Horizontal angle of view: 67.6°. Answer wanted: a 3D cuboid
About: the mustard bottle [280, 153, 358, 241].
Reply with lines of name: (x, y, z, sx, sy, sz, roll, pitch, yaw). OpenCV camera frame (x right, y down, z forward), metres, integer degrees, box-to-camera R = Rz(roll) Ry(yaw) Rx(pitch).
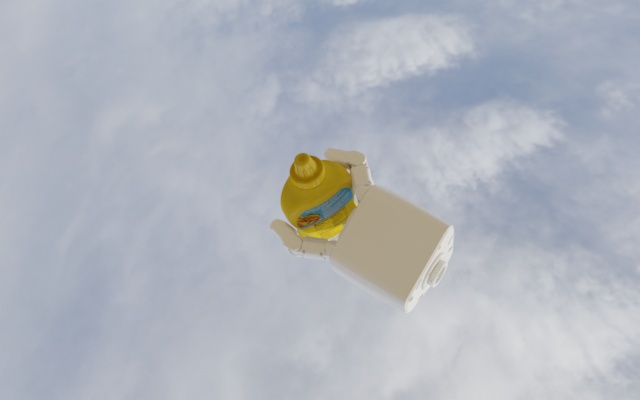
mustard bottle: (0.000, 0.002, 0.609, 0.096, 0.058, 0.192, -30, -32, -4)
